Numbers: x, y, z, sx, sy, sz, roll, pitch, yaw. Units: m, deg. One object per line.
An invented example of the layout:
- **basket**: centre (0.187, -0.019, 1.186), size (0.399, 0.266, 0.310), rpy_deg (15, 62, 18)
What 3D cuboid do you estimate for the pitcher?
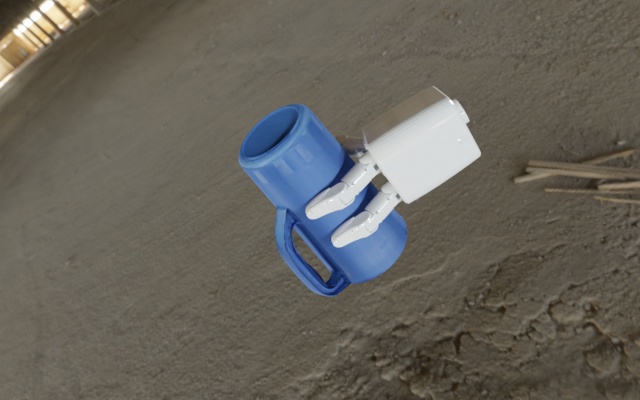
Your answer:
- **pitcher**: centre (0.000, 0.002, 0.632), size (0.145, 0.243, 0.149), rpy_deg (-31, 35, 15)
